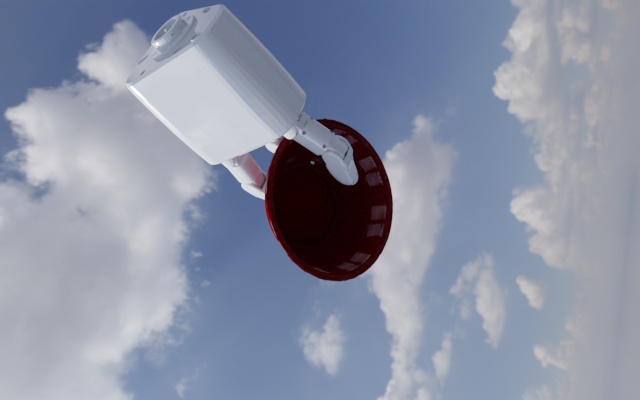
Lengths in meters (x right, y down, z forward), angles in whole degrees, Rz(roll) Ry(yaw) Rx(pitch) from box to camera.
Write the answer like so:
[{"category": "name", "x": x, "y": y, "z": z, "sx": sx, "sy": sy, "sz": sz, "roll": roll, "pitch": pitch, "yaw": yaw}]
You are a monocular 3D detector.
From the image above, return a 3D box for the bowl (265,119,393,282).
[{"category": "bowl", "x": 0.001, "y": 0.003, "z": 0.492, "sx": 0.162, "sy": 0.162, "sz": 0.055, "roll": 0, "pitch": -8, "yaw": -38}]
